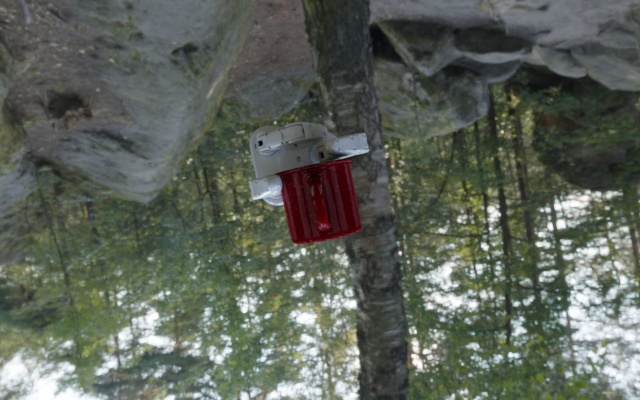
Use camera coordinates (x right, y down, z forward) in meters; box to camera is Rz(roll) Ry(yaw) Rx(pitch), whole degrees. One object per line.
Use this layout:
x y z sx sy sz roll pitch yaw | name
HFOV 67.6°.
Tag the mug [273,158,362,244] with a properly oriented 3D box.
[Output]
0.000 0.002 0.523 0.093 0.081 0.117 -12 1 -1 | mug
